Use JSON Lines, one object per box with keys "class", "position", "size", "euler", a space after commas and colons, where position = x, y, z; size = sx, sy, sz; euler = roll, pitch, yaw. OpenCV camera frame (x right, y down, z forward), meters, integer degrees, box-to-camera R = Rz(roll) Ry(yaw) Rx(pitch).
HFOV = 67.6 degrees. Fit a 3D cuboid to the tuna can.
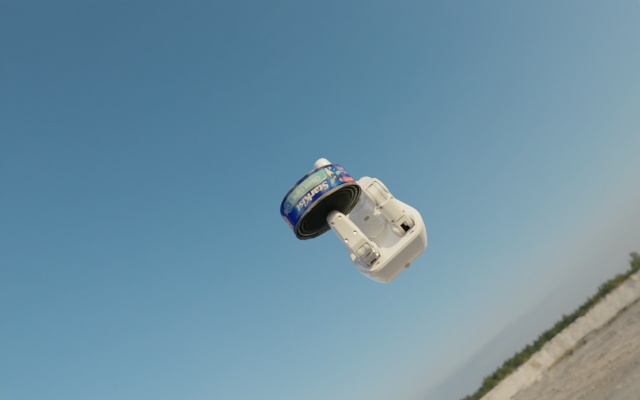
{"class": "tuna can", "position": [0.000, 0.001, 0.507], "size": [0.086, 0.033, 0.086], "euler": [-32, -23, -16]}
